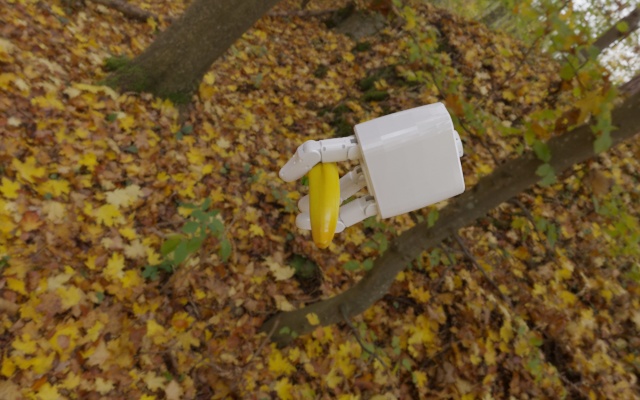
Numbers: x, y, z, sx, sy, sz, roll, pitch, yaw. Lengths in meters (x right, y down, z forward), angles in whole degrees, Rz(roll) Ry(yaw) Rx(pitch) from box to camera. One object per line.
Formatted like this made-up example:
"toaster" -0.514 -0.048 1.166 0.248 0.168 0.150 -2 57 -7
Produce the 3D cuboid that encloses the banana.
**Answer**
"banana" 0.001 -0.017 0.570 0.037 0.070 0.197 3 22 -6
